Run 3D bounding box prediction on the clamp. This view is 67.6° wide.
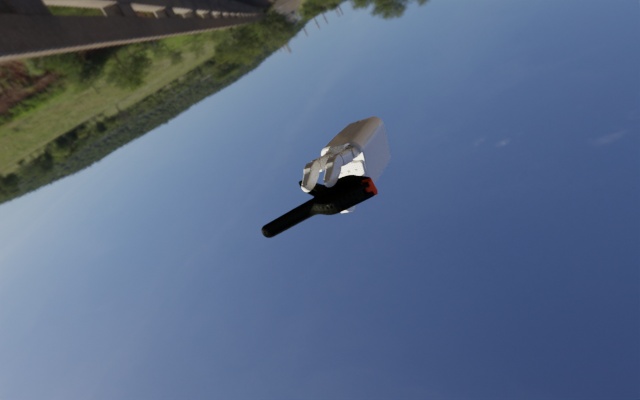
[{"bbox_3d":[0.001,0.003,0.828,0.210,0.036,0.164,-9,31,42],"label":"clamp"}]
